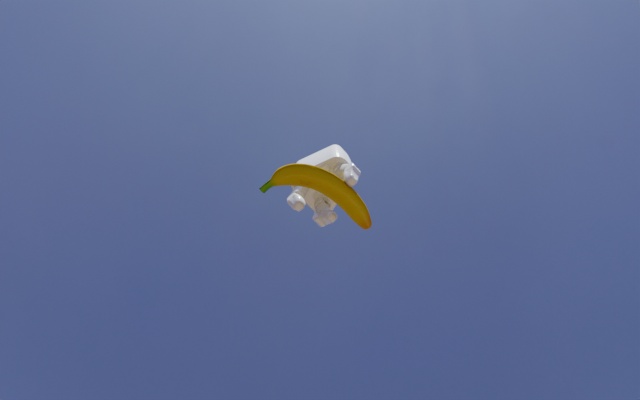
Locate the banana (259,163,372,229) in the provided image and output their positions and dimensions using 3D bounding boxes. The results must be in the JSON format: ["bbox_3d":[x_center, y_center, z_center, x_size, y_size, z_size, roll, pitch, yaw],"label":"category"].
[{"bbox_3d":[0.004,-0.015,0.784,0.198,0.070,0.037,20,15,-10],"label":"banana"}]
